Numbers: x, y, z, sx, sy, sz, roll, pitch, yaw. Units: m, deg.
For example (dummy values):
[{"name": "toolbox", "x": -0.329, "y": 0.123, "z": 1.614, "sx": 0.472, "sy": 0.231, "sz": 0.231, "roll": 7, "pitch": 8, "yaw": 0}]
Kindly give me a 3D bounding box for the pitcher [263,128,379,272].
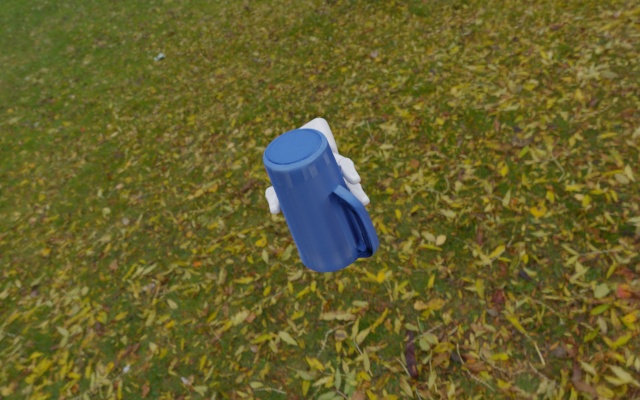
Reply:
[{"name": "pitcher", "x": 0.000, "y": 0.003, "z": 0.818, "sx": 0.149, "sy": 0.243, "sz": 0.145, "roll": -18, "pitch": 40, "yaw": 4}]
